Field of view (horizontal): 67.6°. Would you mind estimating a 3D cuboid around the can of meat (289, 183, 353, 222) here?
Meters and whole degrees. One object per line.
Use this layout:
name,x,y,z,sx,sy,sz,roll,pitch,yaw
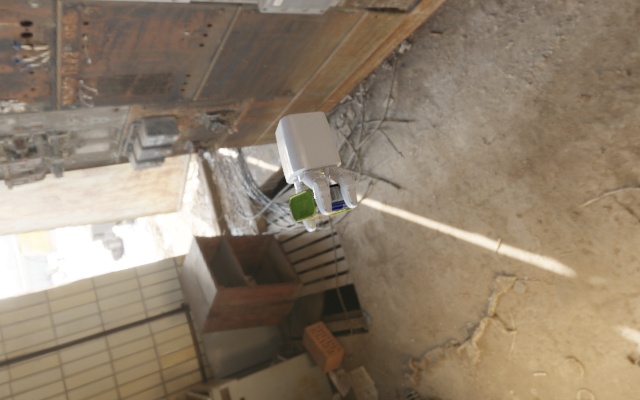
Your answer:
can of meat,0.000,0.003,0.883,0.084,0.057,0.102,-12,-5,-31
